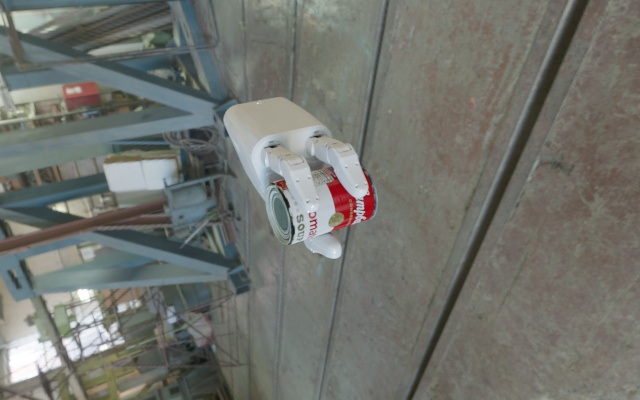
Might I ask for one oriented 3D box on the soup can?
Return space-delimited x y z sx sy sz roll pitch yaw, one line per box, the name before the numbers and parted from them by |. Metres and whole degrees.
soup can | 0.000 0.002 0.510 0.102 0.068 0.068 -16 7 -24
